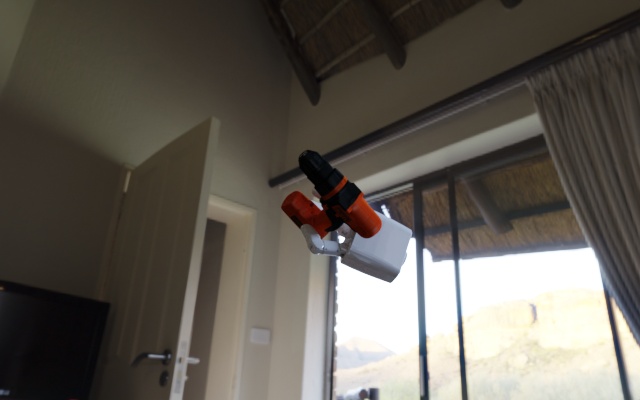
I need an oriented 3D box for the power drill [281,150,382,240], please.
[{"bbox_3d":[0.000,0.003,0.850,0.057,0.184,0.188,-47,12,-26],"label":"power drill"}]
